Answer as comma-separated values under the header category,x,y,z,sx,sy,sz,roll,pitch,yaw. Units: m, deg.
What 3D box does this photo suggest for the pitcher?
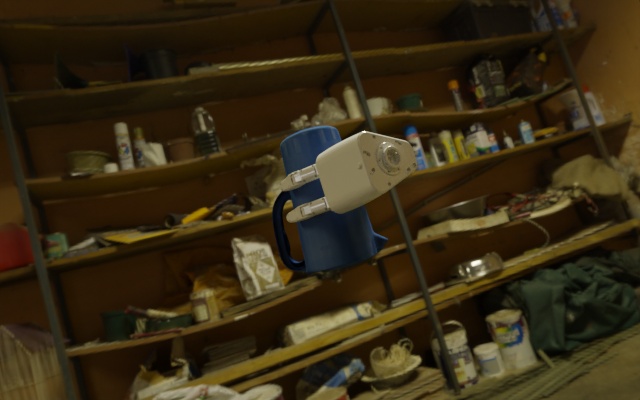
category,x,y,z,sx,sy,sz,roll,pitch,yaw
pitcher,0.000,0.003,0.836,0.149,0.243,0.145,-12,-8,-34
